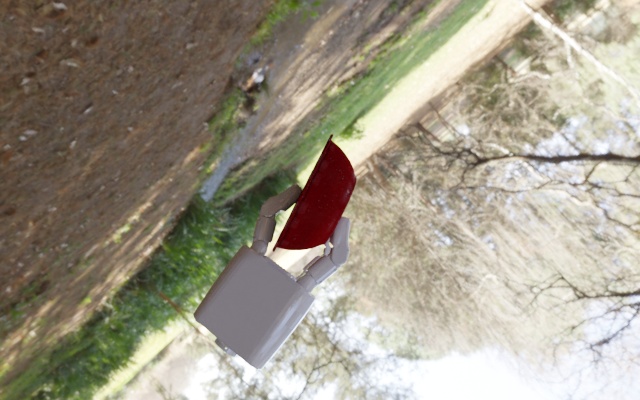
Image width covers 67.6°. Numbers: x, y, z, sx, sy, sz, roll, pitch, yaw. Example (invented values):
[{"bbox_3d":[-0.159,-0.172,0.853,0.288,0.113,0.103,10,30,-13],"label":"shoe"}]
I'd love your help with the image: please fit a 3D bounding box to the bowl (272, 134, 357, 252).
[{"bbox_3d":[0.001,0.001,0.590,0.055,0.162,0.162,26,-1,-2],"label":"bowl"}]
